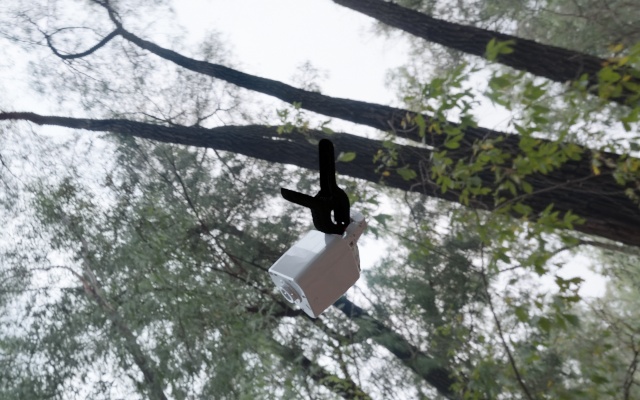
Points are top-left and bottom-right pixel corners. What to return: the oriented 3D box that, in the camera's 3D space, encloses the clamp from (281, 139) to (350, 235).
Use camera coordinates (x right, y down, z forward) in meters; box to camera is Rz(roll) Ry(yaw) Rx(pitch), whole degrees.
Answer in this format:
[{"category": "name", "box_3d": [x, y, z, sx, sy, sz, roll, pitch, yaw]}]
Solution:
[{"category": "clamp", "box_3d": [0.000, 0.002, 0.753, 0.120, 0.172, 0.039, -41, 37, -26]}]
